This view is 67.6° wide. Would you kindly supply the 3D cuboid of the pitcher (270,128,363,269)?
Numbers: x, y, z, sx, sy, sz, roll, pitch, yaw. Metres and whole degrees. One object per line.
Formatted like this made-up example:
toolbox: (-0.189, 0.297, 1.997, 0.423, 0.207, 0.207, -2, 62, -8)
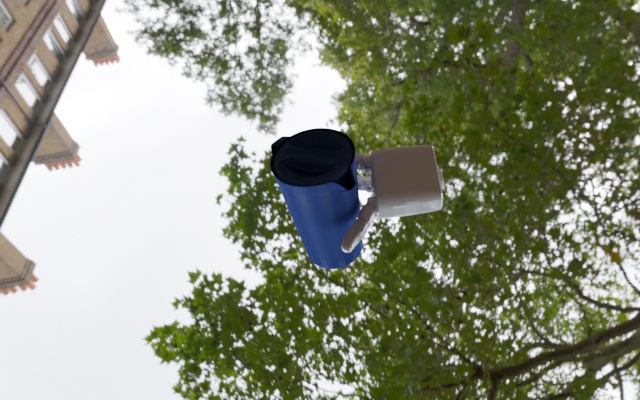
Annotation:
pitcher: (0.000, 0.003, 0.816, 0.145, 0.149, 0.243, -7, -43, 7)
